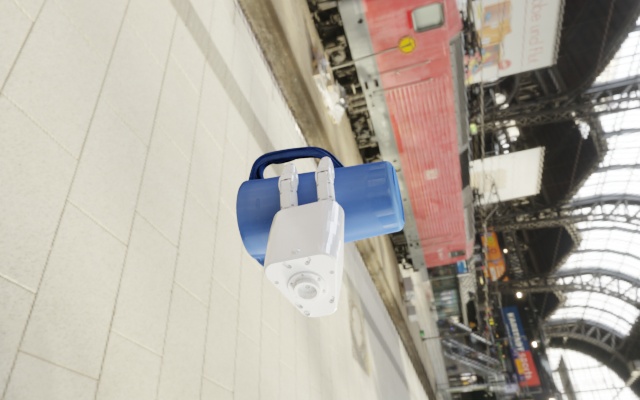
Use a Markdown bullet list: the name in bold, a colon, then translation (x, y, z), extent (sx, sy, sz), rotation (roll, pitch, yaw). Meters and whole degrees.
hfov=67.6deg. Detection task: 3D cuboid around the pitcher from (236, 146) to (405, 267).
- **pitcher**: translation (0.000, 0.003, 0.744), extent (0.243, 0.149, 0.145), rotation (-11, 32, 13)
